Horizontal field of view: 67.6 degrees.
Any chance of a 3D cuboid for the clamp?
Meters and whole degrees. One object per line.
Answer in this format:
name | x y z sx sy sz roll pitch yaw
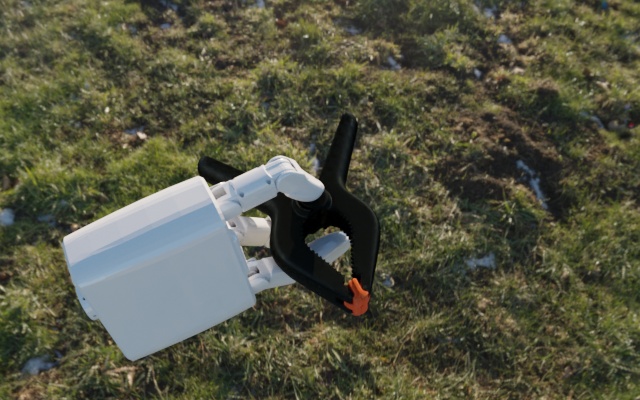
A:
clamp | 0.000 0.001 0.424 0.164 0.210 0.036 -26 -36 -14
